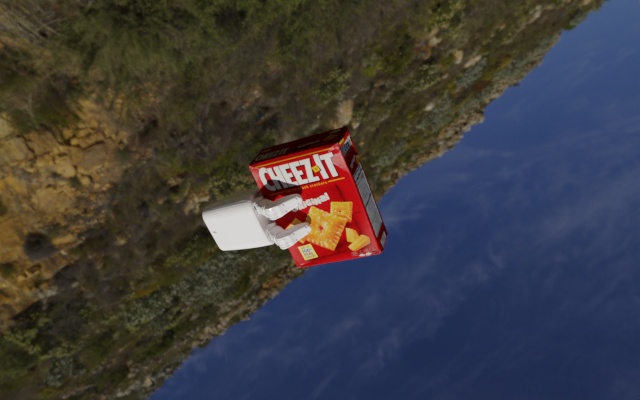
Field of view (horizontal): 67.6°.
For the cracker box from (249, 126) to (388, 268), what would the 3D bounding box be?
[{"bbox_3d":[0.000,0.003,0.802,0.164,0.214,0.072,-12,27,24],"label":"cracker box"}]
